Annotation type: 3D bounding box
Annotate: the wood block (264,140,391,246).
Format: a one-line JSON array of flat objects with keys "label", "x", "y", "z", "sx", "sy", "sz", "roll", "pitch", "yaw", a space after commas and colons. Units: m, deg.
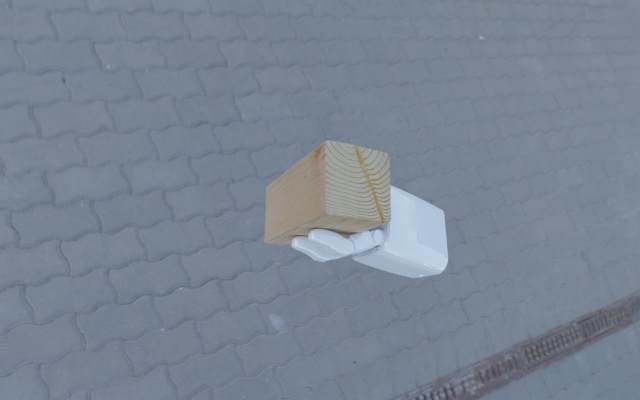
[{"label": "wood block", "x": 0.001, "y": 0.002, "z": 0.644, "sx": 0.090, "sy": 0.090, "sz": 0.206, "roll": 8, "pitch": -17, "yaw": -24}]
